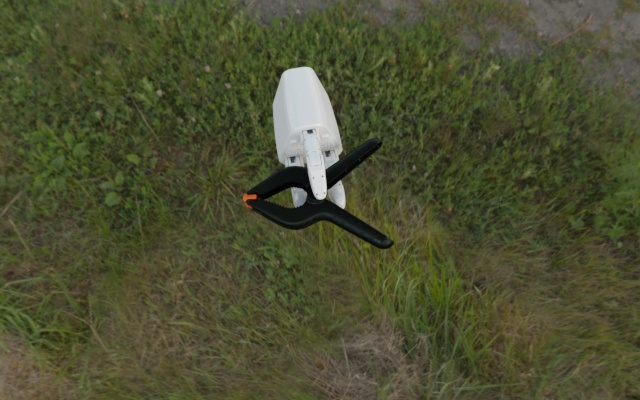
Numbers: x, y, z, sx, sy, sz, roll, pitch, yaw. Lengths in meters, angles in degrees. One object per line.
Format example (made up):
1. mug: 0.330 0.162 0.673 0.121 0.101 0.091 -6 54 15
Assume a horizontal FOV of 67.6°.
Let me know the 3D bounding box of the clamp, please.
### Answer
1. clamp: -0.001 0.002 0.667 0.210 0.164 0.036 -10 -22 -2
